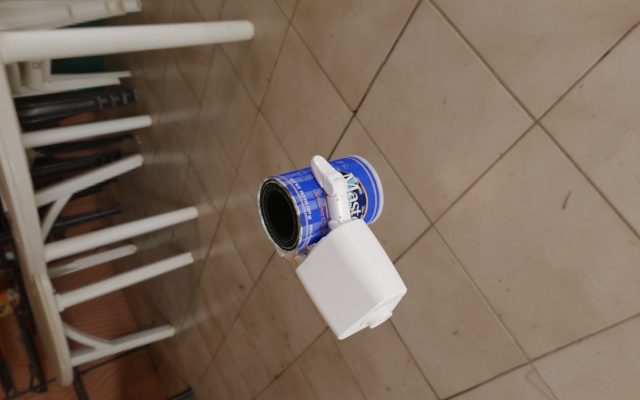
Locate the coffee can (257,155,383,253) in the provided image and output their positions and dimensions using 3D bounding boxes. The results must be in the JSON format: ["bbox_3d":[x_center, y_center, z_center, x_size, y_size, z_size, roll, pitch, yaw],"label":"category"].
[{"bbox_3d":[0.000,0.002,0.651,0.140,0.103,0.103,-17,10,-33],"label":"coffee can"}]
